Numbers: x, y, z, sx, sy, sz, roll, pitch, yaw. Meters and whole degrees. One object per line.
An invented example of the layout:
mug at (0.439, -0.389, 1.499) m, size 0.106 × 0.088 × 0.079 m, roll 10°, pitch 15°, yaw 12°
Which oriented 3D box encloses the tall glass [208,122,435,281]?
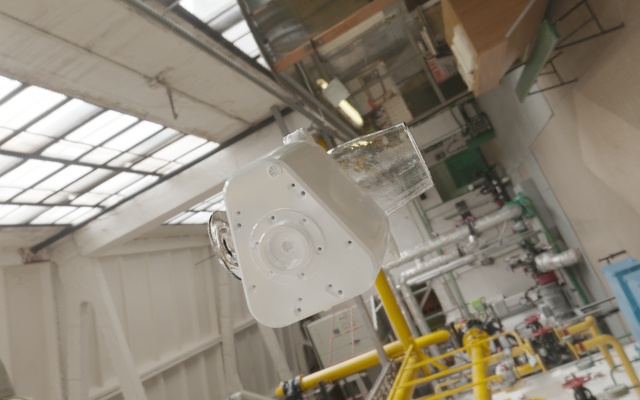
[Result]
tall glass at (-0.001, 0.002, 0.440) m, size 0.201 × 0.079 × 0.079 m, roll -26°, pitch -7°, yaw 14°
